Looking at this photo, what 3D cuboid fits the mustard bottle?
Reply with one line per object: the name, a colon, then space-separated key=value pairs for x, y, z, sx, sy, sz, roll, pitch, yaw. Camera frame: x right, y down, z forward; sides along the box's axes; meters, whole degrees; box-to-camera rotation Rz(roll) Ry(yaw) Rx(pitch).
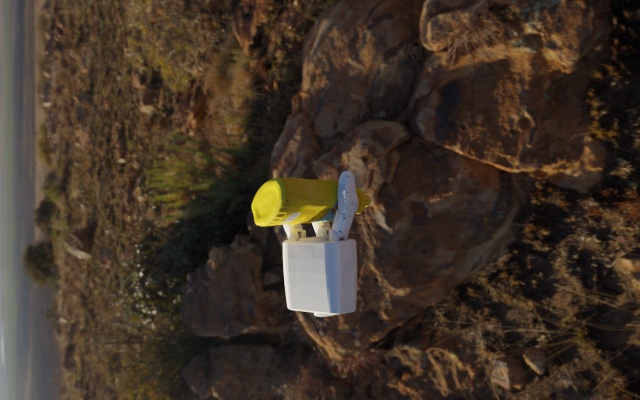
mustard bottle: x=0.000 y=0.002 z=0.724 sx=0.191 sy=0.058 sz=0.096 roll=0 pitch=-27 yaw=-36
